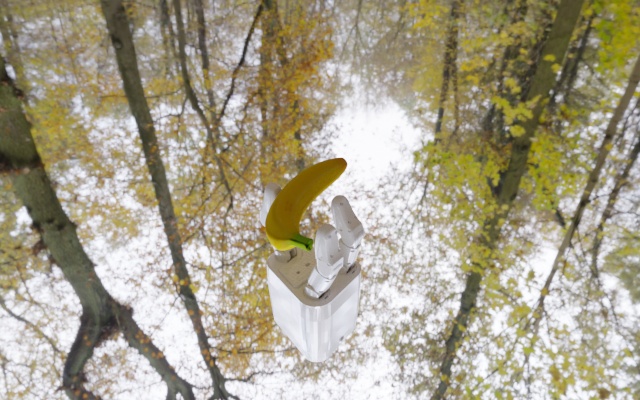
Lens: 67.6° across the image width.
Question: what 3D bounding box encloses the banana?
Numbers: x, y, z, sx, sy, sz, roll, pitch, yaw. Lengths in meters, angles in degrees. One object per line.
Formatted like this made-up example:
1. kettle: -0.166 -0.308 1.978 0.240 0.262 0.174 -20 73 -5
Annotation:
1. banana: -0.019 0.002 0.543 0.069 0.037 0.197 3 32 13
